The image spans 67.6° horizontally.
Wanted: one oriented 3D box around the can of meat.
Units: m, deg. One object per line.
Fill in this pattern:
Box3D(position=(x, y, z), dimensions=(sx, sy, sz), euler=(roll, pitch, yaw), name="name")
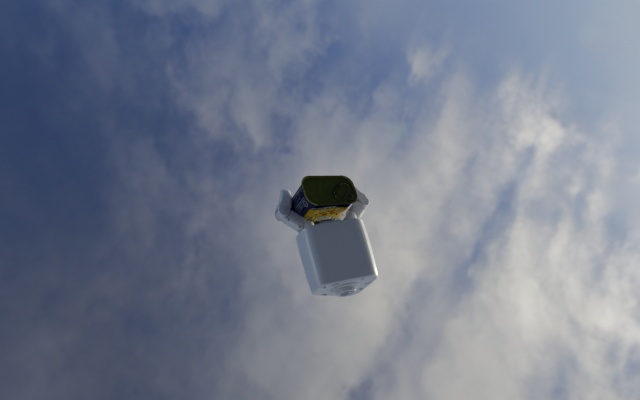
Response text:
Box3D(position=(0.000, 0.003, 0.835), dimensions=(0.102, 0.057, 0.084), euler=(-3, -30, -30), name="can of meat")
